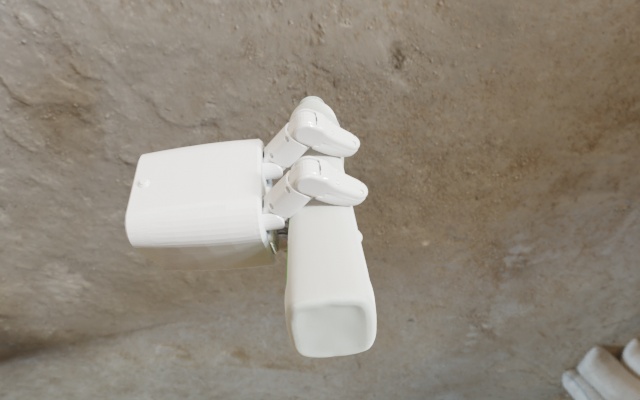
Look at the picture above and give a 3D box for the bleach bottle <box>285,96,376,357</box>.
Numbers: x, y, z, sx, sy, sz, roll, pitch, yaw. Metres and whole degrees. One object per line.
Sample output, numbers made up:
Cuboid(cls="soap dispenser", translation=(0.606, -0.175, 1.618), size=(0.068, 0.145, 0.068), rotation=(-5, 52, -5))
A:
Cuboid(cls="bleach bottle", translation=(0.000, 0.001, 0.432), size=(0.068, 0.250, 0.103), rotation=(-5, -40, 0))
